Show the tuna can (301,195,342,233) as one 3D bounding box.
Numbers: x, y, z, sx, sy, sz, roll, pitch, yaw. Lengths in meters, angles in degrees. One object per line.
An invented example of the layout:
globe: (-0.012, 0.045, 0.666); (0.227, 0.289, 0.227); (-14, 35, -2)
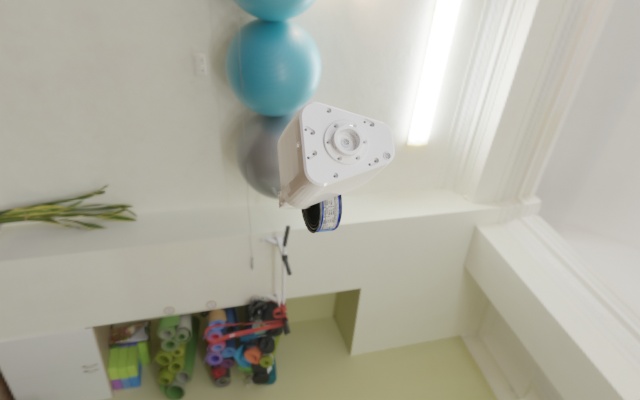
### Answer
tuna can: (0.001, 0.002, 0.678); (0.034, 0.086, 0.086); (-5, 2, -20)
